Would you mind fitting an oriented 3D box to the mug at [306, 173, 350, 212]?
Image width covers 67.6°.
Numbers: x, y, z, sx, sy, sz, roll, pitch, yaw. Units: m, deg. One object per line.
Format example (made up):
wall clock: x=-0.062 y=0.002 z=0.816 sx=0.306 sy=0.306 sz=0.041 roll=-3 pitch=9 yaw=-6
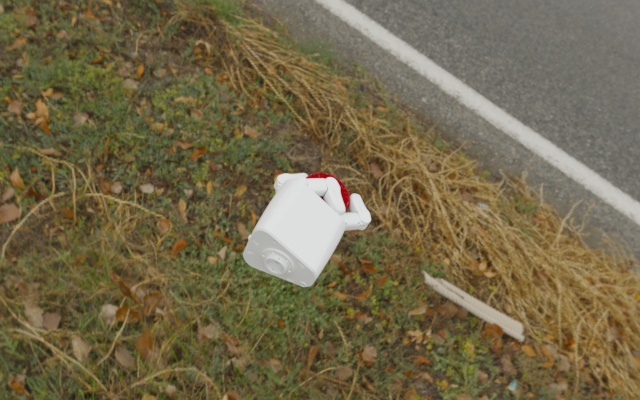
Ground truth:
mug: x=0.001 y=0.001 z=0.769 sx=0.093 sy=0.117 sz=0.081 roll=30 pitch=-43 yaw=-1
